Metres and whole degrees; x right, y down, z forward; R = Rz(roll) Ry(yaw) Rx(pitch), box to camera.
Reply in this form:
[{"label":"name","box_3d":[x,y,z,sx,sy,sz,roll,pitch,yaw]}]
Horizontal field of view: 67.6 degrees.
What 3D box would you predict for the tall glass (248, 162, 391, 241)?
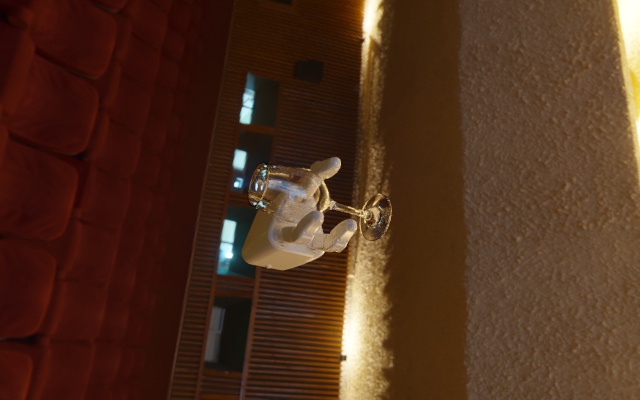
[{"label":"tall glass","box_3d":[0.001,0.002,0.679,0.201,0.079,0.079,16,-8,-29]}]
